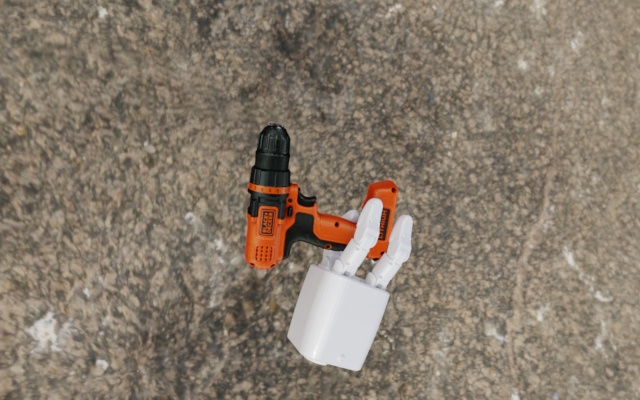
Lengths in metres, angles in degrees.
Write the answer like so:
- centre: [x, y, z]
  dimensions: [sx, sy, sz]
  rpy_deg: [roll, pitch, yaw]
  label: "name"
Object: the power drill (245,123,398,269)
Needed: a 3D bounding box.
- centre: [0.001, 0.002, 0.613]
  dimensions: [0.187, 0.184, 0.057]
  rpy_deg: [6, 13, -9]
  label: "power drill"
